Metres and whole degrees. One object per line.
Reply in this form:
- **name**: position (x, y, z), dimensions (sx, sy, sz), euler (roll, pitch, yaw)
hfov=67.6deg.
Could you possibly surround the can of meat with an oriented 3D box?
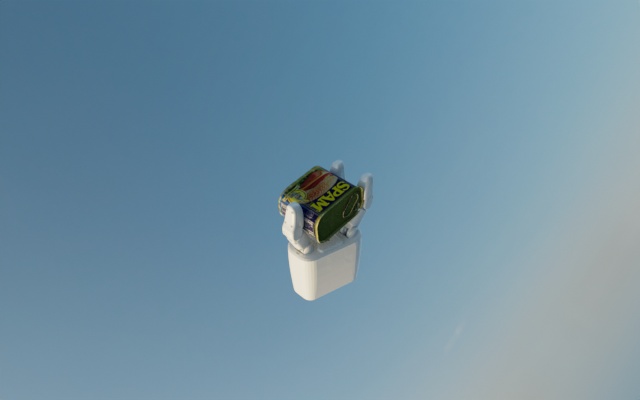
- **can of meat**: position (0.000, 0.002, 0.708), dimensions (0.084, 0.057, 0.102), euler (31, 55, 32)
